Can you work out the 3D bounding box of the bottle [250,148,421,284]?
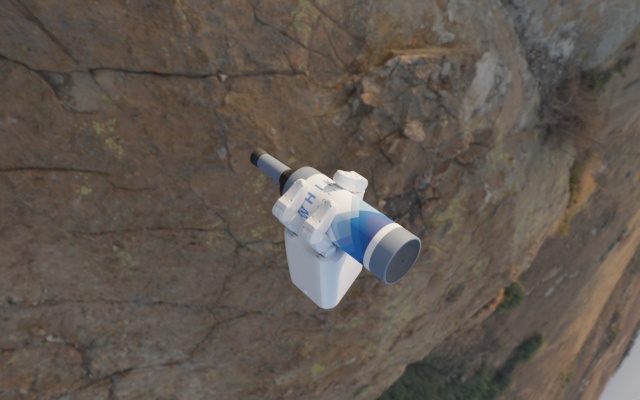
[{"bbox_3d":[0.000,0.002,0.650,0.295,0.069,0.069,36,22,35],"label":"bottle"}]
